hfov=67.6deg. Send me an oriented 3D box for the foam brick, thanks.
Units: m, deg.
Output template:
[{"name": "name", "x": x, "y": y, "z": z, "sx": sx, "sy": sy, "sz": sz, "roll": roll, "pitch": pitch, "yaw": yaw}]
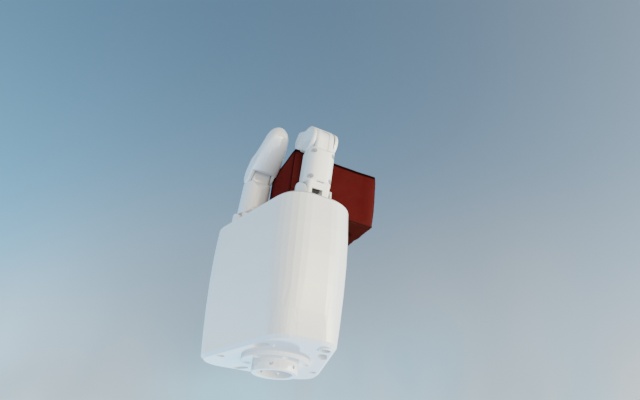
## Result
[{"name": "foam brick", "x": 0.000, "y": 0.001, "z": 0.406, "sx": 0.078, "sy": 0.051, "sz": 0.053, "roll": 18, "pitch": -34, "yaw": -20}]
